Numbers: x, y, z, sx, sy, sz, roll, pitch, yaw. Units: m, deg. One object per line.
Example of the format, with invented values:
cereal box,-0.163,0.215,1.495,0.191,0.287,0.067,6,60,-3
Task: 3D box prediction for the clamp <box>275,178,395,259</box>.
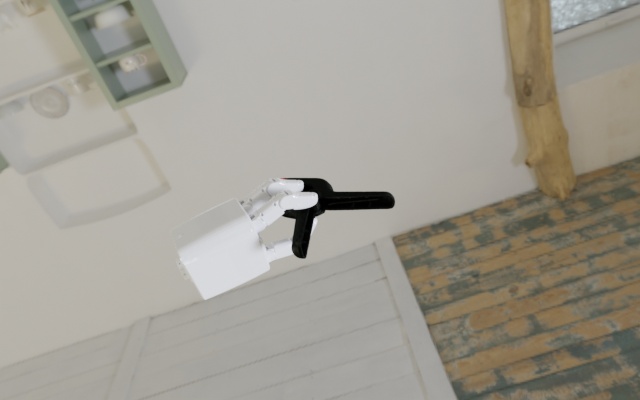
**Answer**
clamp,0.000,0.003,0.718,0.164,0.036,0.210,-24,29,-15
